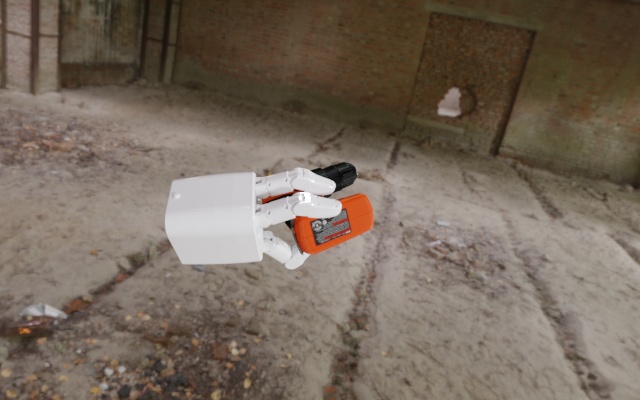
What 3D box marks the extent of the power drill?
[{"bbox_3d":[0.000,0.002,0.679,0.184,0.057,0.187,-23,21,-15],"label":"power drill"}]
